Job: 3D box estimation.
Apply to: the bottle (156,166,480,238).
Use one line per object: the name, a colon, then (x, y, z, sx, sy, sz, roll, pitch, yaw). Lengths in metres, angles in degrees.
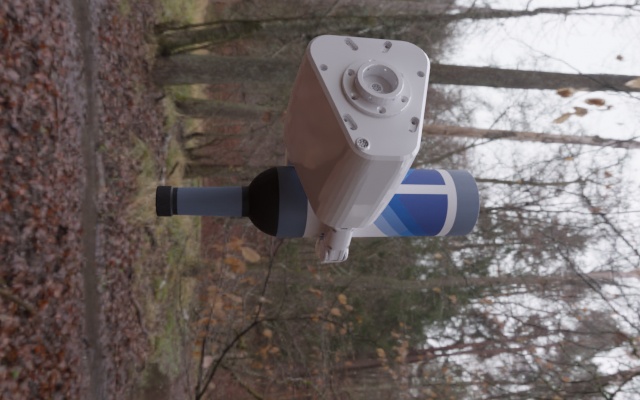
bottle: (0.000, 0.002, 0.452, 0.296, 0.069, 0.069, 0, 0, -12)
